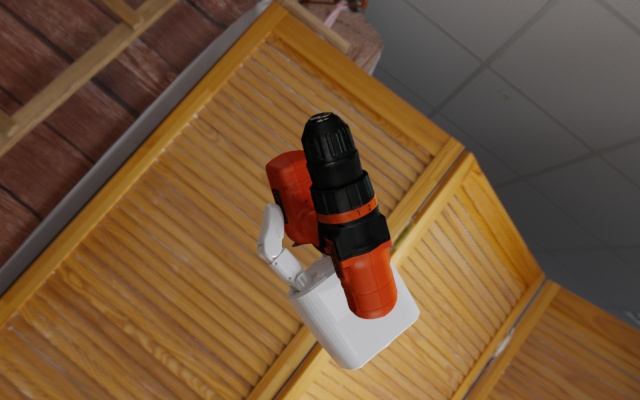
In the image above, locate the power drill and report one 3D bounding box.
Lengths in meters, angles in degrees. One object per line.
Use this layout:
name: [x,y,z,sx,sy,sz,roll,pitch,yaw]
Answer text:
power drill: [0.000,0.002,0.458,0.057,0.184,0.187,-20,20,-14]
